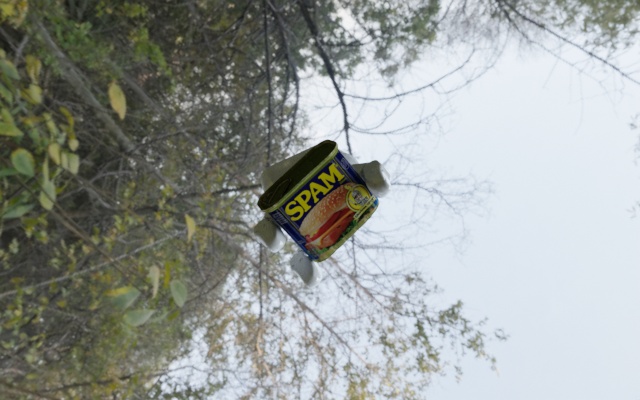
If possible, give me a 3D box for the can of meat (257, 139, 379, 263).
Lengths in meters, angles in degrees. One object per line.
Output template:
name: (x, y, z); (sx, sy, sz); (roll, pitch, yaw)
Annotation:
can of meat: (0.000, 0.002, 0.500); (0.102, 0.084, 0.057); (-43, 21, -5)
